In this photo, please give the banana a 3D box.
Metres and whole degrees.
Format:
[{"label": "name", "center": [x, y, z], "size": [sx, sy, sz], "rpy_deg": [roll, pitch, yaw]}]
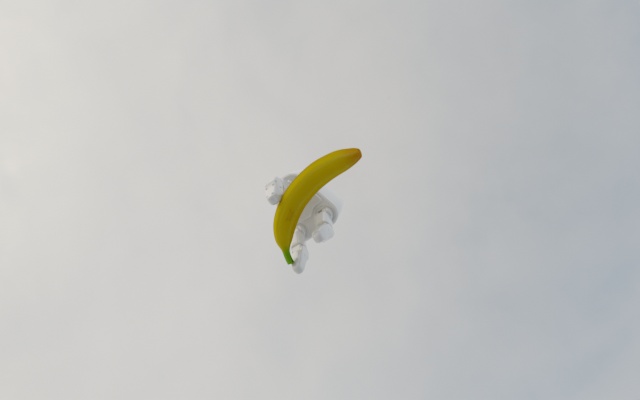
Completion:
[{"label": "banana", "center": [-0.017, -0.005, 0.695], "size": [0.069, 0.198, 0.037], "rpy_deg": [34, 14, 8]}]
